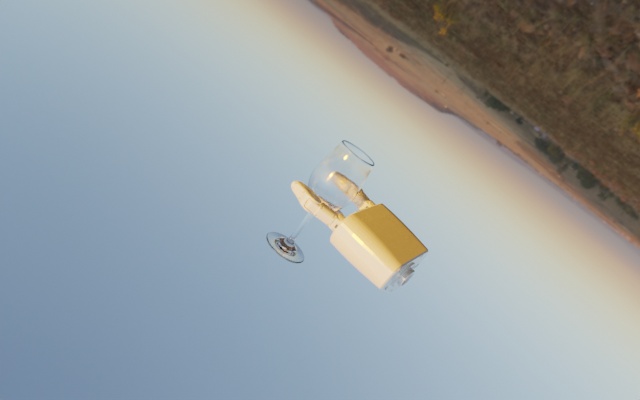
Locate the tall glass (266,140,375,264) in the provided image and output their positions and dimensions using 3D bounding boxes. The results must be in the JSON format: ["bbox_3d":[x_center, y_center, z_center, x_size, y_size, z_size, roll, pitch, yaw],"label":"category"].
[{"bbox_3d":[0.000,0.003,0.753,0.079,0.201,0.079,33,18,-12],"label":"tall glass"}]
